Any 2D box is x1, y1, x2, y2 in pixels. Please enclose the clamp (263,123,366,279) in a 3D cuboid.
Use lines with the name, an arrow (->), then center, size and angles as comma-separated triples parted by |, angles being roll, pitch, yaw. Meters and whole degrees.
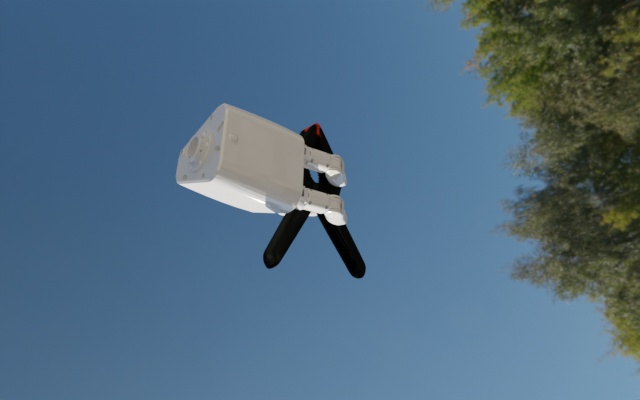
clamp -> -0.001, 0.002, 0.625 | 0.036, 0.210, 0.164 | -20, -31, 41
